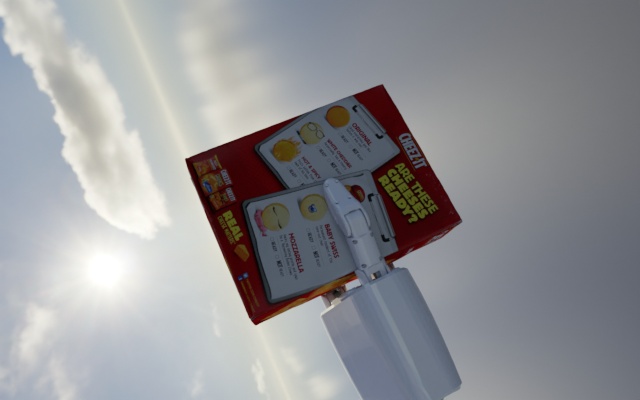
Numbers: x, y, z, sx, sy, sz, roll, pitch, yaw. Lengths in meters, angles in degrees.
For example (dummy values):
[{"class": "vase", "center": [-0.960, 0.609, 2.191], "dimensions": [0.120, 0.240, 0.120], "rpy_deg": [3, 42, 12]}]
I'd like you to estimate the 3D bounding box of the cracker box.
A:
[{"class": "cracker box", "center": [0.000, 0.002, 0.471], "dimensions": [0.213, 0.164, 0.072], "rpy_deg": [-23, -15, -13]}]
